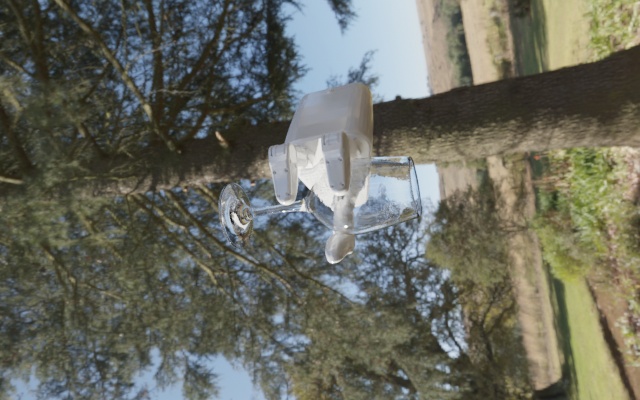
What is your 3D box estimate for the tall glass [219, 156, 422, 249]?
[{"bbox_3d":[-0.001,0.002,0.499,0.201,0.079,0.079,-9,-3,18],"label":"tall glass"}]
